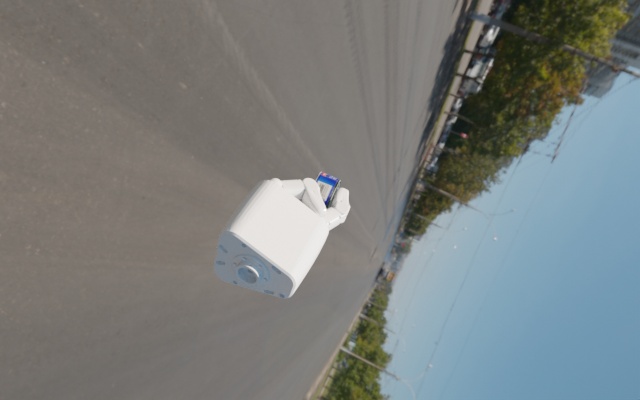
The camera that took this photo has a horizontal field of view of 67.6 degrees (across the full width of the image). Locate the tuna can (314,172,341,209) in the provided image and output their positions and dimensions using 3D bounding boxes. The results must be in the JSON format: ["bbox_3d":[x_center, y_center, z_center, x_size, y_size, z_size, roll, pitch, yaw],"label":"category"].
[{"bbox_3d":[0.001,0.002,0.711,0.034,0.086,0.086,21,2,6],"label":"tuna can"}]
